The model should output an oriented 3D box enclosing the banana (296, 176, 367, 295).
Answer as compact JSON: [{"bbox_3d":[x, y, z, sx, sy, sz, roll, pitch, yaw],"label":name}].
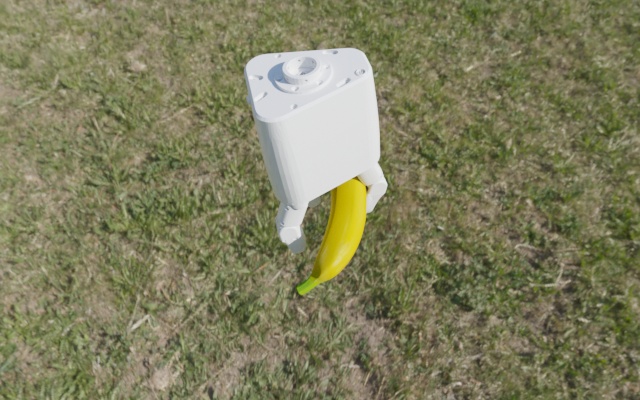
[{"bbox_3d":[0.017,0.003,0.511,0.069,0.197,0.037,-5,-36,22],"label":"banana"}]
